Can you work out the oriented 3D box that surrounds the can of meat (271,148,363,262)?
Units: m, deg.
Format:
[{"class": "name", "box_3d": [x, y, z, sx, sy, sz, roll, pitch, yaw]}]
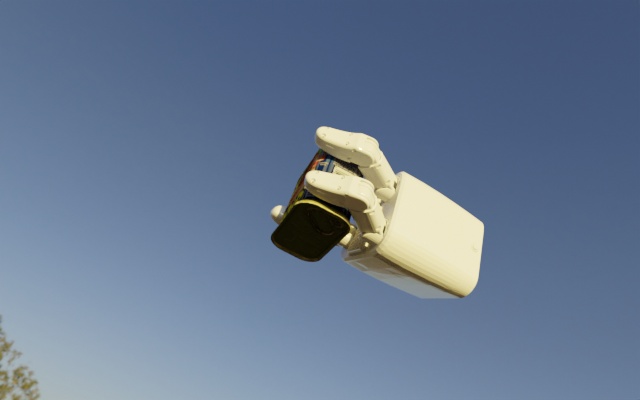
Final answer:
[{"class": "can of meat", "box_3d": [0.000, 0.001, 0.482, 0.057, 0.084, 0.102, 28, -36, -9]}]
